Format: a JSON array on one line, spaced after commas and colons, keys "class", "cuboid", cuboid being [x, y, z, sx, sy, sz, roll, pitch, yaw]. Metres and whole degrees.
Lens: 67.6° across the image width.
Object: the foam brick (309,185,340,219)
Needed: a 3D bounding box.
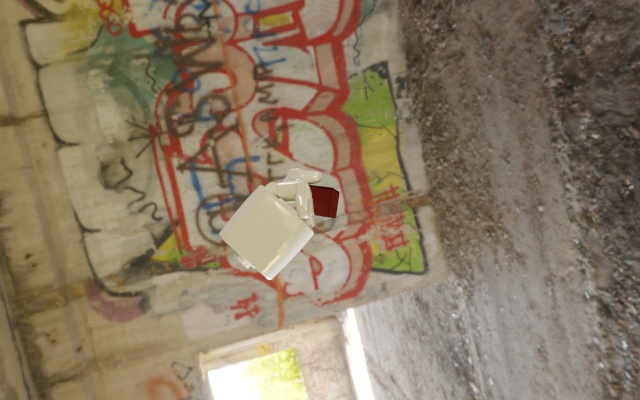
[{"class": "foam brick", "cuboid": [0.000, 0.003, 0.847, 0.053, 0.051, 0.078, 7, -3, 12]}]
